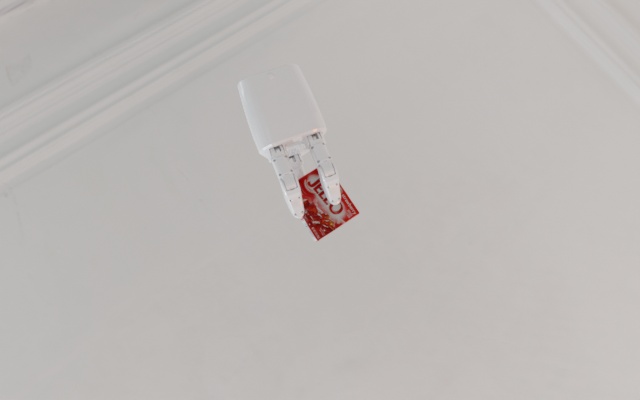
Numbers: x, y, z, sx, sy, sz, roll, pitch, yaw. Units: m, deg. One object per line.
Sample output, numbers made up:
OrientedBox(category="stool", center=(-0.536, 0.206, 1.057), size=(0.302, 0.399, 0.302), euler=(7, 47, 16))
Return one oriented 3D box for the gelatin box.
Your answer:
OrientedBox(category="gelatin box", center=(0.000, 0.003, 0.679), size=(0.073, 0.089, 0.030), euler=(-33, -1, -11))
